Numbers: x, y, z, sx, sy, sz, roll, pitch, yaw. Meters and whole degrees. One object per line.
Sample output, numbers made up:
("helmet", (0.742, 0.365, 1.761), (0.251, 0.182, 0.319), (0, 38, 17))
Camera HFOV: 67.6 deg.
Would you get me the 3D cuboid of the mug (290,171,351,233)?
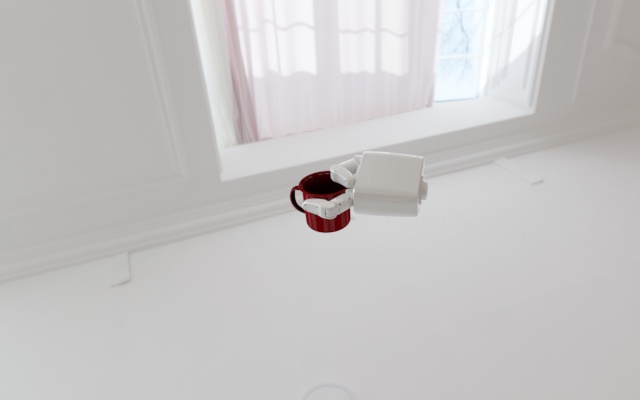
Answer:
("mug", (-0.001, 0.003, 0.848), (0.117, 0.081, 0.093), (5, 32, 19))
